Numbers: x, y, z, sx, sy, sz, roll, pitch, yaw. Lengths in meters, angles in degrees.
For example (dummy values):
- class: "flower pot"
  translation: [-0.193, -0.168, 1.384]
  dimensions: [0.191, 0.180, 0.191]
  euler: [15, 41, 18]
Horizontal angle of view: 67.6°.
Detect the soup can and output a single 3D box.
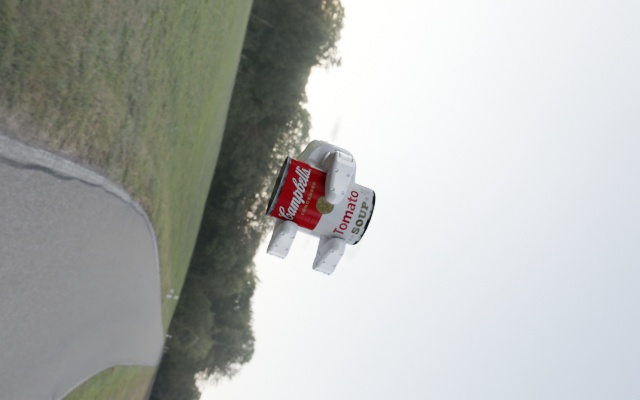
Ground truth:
- class: "soup can"
  translation: [0.000, 0.002, 0.515]
  dimensions: [0.102, 0.068, 0.068]
  euler: [21, -4, -10]
